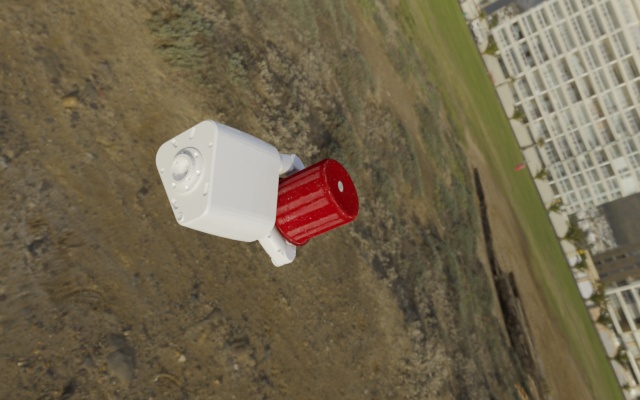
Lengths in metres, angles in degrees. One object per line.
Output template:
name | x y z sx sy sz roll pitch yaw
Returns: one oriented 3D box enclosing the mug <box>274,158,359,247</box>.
mug | 0.001 0.002 0.596 0.081 0.093 0.117 -24 -22 26
